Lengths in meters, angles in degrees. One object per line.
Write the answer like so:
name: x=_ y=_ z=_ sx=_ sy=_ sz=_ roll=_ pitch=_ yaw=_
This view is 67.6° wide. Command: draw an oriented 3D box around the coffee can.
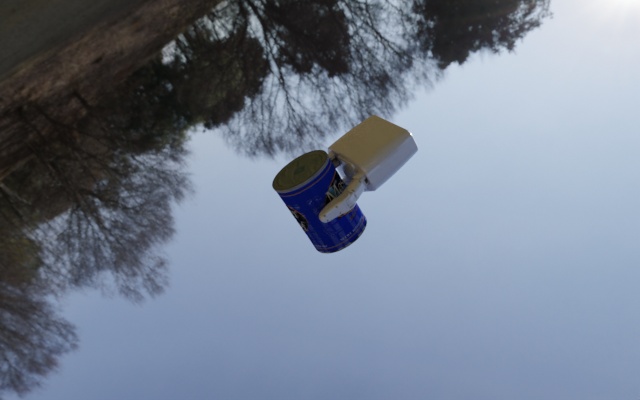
coffee can: x=0.000 y=0.003 z=0.789 sx=0.103 sy=0.140 sz=0.102 roll=-26 pitch=27 yaw=14
